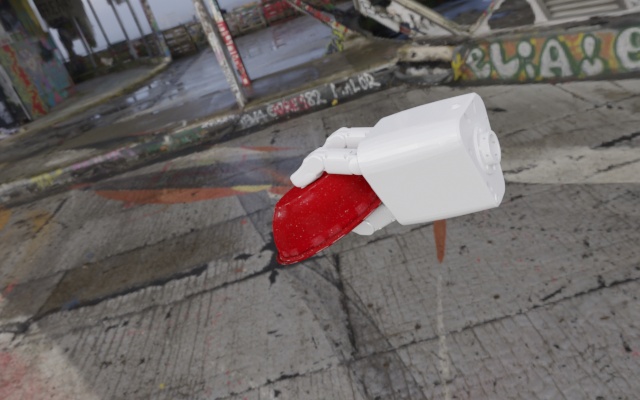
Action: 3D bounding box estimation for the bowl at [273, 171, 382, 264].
[{"bbox_3d":[-0.001,0.002,0.553,0.162,0.055,0.162,-35,11,8],"label":"bowl"}]
